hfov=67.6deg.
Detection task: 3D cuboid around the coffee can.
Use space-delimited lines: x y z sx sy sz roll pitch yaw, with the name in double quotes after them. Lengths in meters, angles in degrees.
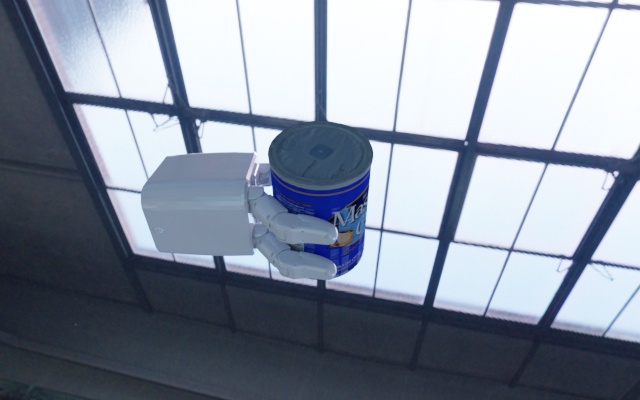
0.000 0.002 0.510 0.103 0.140 0.102 0 43 0 "coffee can"
